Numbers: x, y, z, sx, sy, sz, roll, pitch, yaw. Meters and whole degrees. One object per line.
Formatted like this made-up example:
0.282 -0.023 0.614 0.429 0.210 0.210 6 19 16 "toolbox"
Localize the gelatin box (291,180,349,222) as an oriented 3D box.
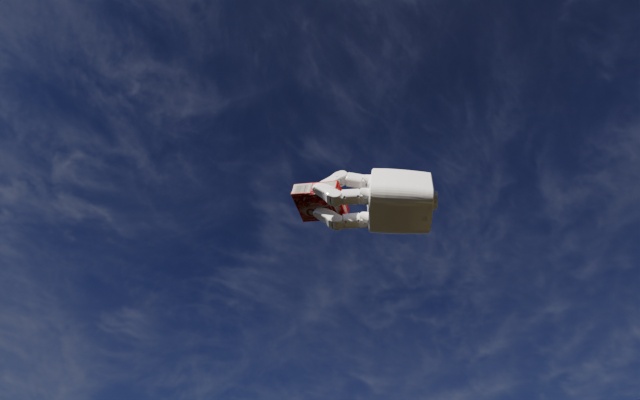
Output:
0.000 0.003 0.861 0.089 0.073 0.030 -4 43 20 "gelatin box"
